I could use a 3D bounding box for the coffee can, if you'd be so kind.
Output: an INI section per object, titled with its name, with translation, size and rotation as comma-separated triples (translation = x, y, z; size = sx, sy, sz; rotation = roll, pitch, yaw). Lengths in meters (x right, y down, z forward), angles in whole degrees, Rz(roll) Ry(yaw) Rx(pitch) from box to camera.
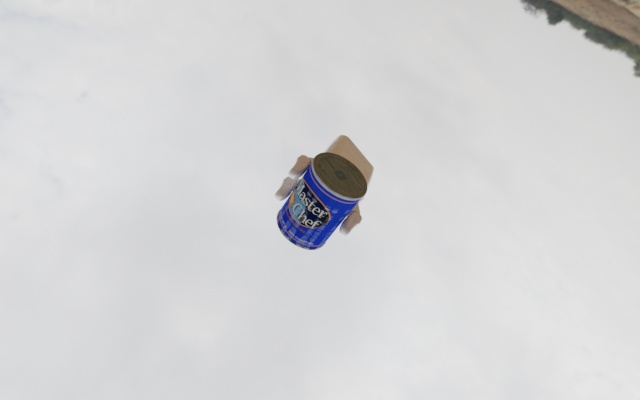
[coffee can]
translation = 0.000, 0.003, 0.817
size = 0.103, 0.102, 0.140
rotation = 0, -41, -39
